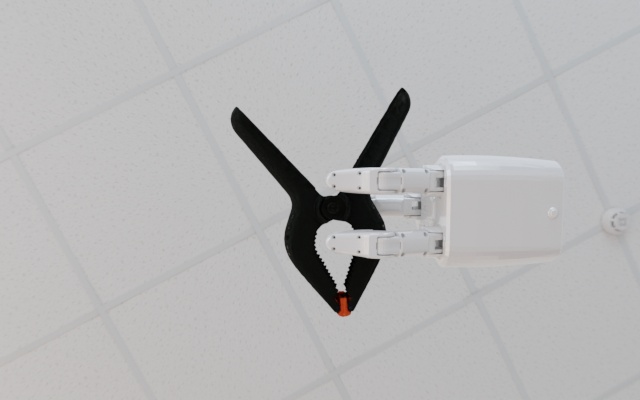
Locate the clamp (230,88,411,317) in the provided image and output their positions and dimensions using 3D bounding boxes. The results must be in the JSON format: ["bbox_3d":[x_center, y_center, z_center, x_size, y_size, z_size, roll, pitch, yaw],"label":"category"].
[{"bbox_3d":[0.000,0.002,0.444,0.164,0.210,0.036,0,4,0],"label":"clamp"}]
